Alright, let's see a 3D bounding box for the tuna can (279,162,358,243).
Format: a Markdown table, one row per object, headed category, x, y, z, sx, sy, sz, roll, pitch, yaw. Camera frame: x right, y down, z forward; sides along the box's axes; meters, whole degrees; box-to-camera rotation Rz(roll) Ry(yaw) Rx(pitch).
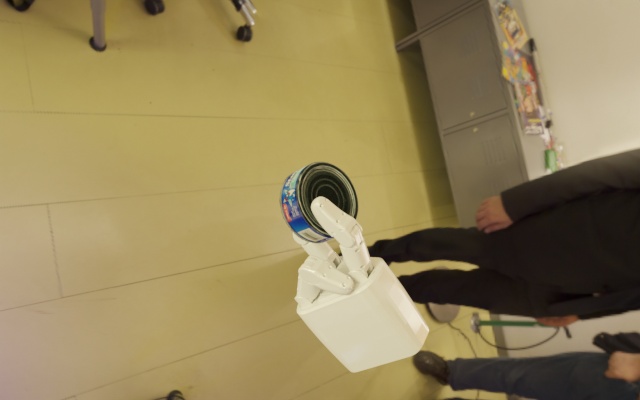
| category | x | y | z | sx | sy | sz | roll | pitch | yaw |
| --- | --- | --- | --- | --- | --- | --- | --- | --- | --- |
| tuna can | 0.000 | 0.002 | 0.521 | 0.086 | 0.086 | 0.034 | 0 | -15 | -38 |
